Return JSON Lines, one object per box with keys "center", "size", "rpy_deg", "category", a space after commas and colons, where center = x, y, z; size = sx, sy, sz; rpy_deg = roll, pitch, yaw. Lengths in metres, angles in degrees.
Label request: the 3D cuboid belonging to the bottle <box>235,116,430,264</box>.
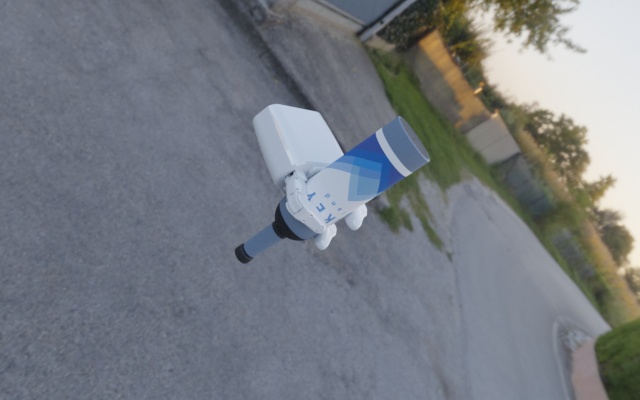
{"center": [0.000, 0.002, 0.630], "size": [0.296, 0.069, 0.069], "rpy_deg": [-34, -14, 21], "category": "bottle"}
